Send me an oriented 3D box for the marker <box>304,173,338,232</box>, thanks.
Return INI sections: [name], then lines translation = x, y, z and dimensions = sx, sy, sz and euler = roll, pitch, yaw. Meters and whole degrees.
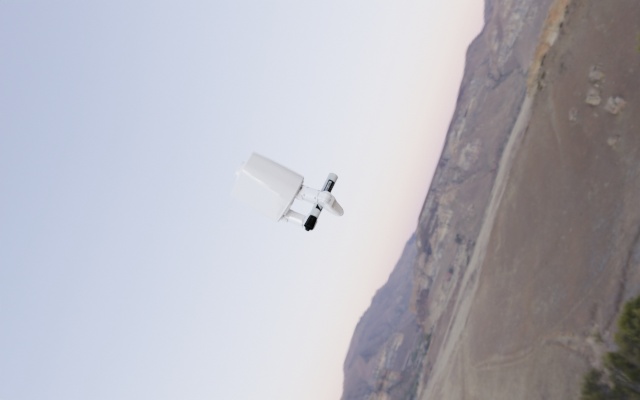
[marker]
translation = 0.000, 0.003, 0.861
dimensions = 0.020, 0.121, 0.020
euler = 22, -24, 10
